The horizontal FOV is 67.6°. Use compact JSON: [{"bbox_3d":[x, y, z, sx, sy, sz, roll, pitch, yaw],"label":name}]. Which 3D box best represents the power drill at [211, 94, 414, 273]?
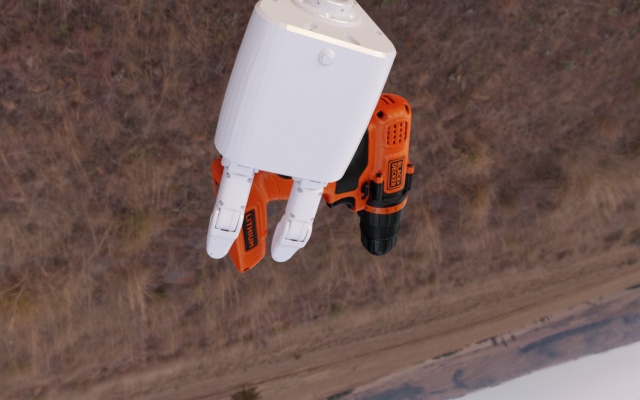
[{"bbox_3d":[0.000,0.001,0.454,0.187,0.185,0.057,-18,39,-20],"label":"power drill"}]
